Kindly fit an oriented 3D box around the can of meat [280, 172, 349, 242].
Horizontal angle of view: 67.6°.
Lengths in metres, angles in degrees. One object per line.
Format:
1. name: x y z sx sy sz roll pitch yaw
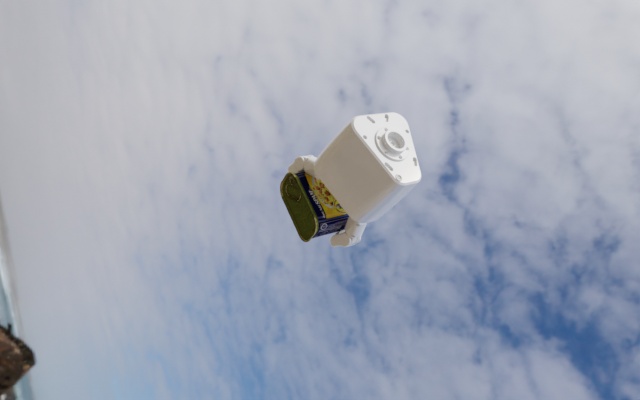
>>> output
1. can of meat: 0.000 0.002 0.708 0.084 0.102 0.057 -12 -25 -33
